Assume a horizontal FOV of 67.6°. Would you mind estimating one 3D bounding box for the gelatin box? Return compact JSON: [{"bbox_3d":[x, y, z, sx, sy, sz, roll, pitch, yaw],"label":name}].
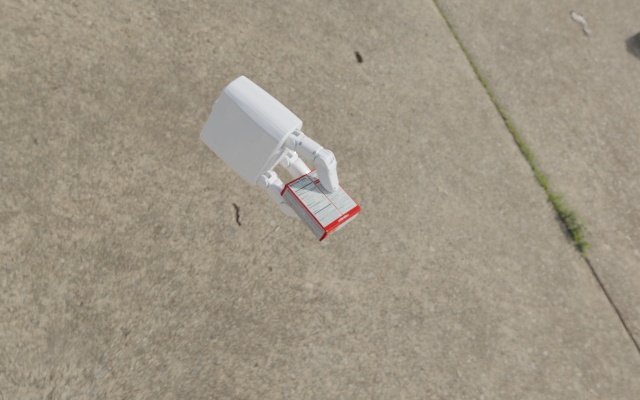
[{"bbox_3d":[0.000,0.002,0.659,0.073,0.089,0.030,-32,-17,-38],"label":"gelatin box"}]
